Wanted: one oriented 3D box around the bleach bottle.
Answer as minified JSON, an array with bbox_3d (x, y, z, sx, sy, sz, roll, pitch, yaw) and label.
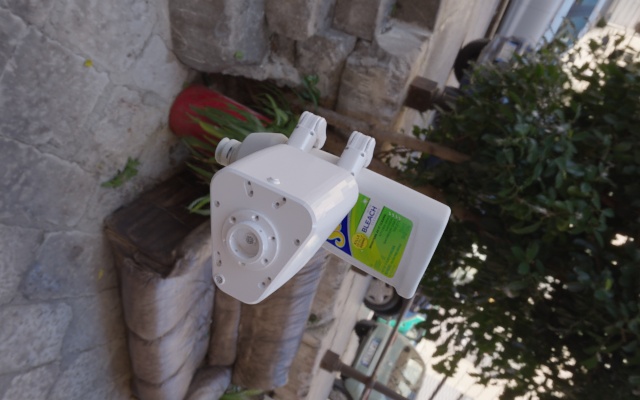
[{"bbox_3d":[0.000,0.002,0.503,0.251,0.103,0.068,24,21,13],"label":"bleach bottle"}]
